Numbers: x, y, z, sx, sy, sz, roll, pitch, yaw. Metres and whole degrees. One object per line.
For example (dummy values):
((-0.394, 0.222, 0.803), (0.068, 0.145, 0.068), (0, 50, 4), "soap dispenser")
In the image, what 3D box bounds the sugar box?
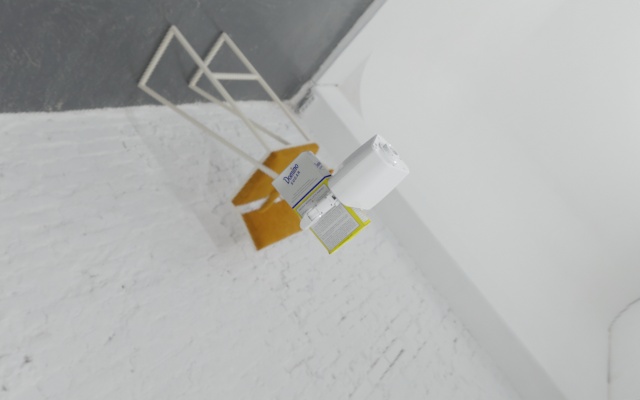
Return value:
((0.001, 0.003, 0.881), (0.093, 0.176, 0.048), (-42, -10, 23), "sugar box")
